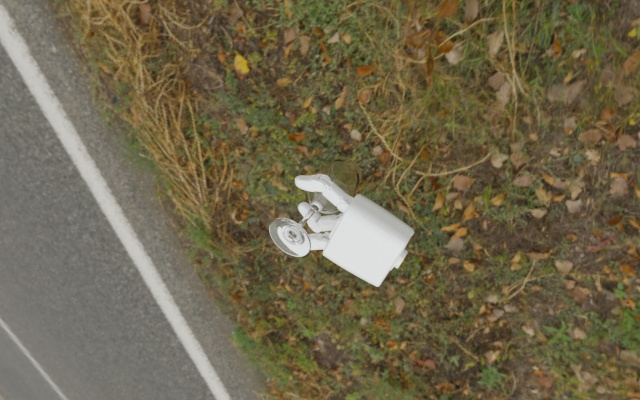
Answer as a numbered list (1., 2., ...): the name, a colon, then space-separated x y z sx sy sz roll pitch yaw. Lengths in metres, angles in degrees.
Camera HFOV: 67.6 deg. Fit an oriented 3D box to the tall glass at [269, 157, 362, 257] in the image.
1. tall glass: 0.000 0.003 0.797 0.079 0.079 0.201 0 34 34
